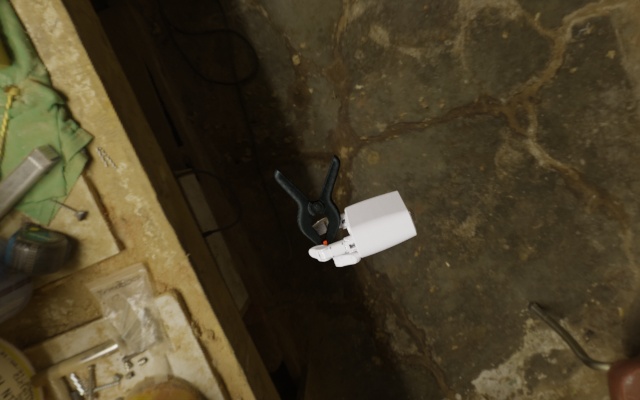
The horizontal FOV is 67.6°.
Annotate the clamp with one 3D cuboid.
[{"bbox_3d":[0.000,0.003,0.865,0.120,0.171,0.039,-21,8,6],"label":"clamp"}]
